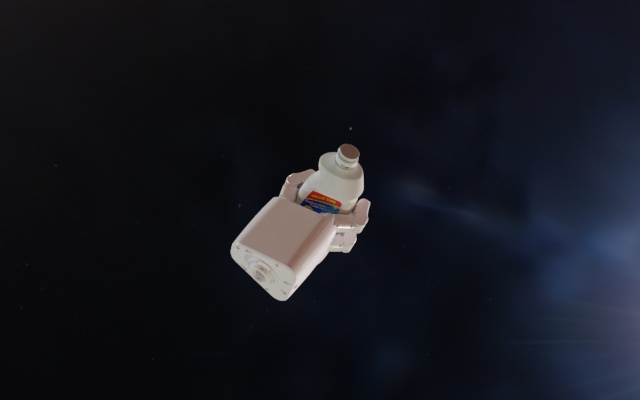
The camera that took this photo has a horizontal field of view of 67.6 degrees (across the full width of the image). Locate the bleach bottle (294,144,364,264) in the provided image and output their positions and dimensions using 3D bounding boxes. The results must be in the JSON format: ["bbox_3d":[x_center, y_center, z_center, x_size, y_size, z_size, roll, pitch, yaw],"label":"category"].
[{"bbox_3d":[0.000,0.003,0.751,0.102,0.251,0.068,34,50,9],"label":"bleach bottle"}]
